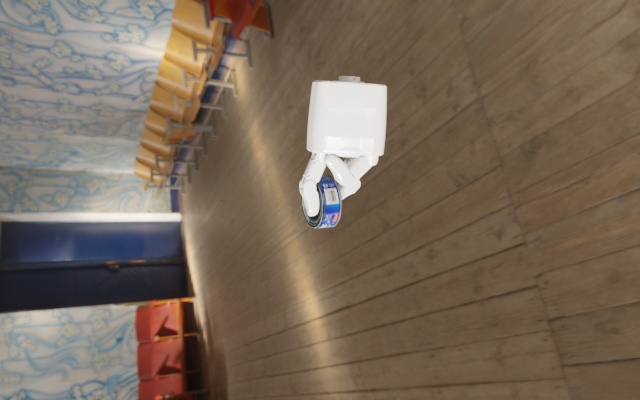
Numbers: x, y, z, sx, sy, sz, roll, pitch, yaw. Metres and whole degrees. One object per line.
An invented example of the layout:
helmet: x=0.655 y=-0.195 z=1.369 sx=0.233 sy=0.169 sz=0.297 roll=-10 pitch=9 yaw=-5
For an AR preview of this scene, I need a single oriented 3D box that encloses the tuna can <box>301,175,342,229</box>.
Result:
tuna can: x=0.000 y=0.003 z=0.777 sx=0.034 sy=0.086 sz=0.086 roll=-6 pitch=2 yaw=-26
